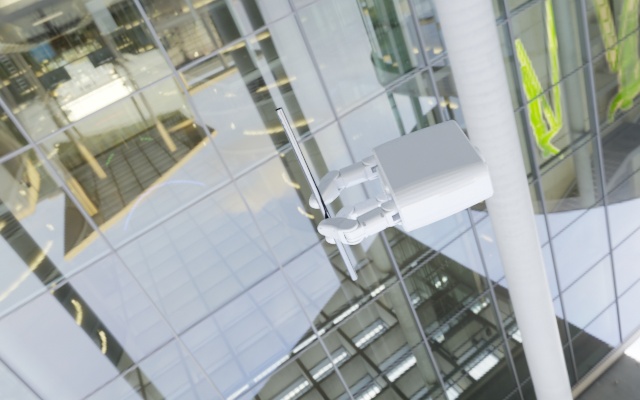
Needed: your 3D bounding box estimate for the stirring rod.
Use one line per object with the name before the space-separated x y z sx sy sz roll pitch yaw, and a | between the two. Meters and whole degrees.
stirring rod | 0.000 0.002 0.554 0.011 0.240 0.011 -19 28 10
